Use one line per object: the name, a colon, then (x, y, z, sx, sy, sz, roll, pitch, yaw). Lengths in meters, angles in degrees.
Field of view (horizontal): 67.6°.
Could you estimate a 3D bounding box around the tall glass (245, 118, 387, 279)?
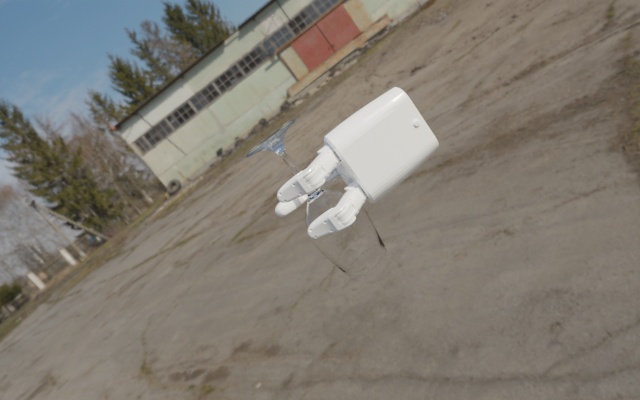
tall glass: (0.000, 0.001, 0.585, 0.079, 0.201, 0.079, -35, 14, 10)
